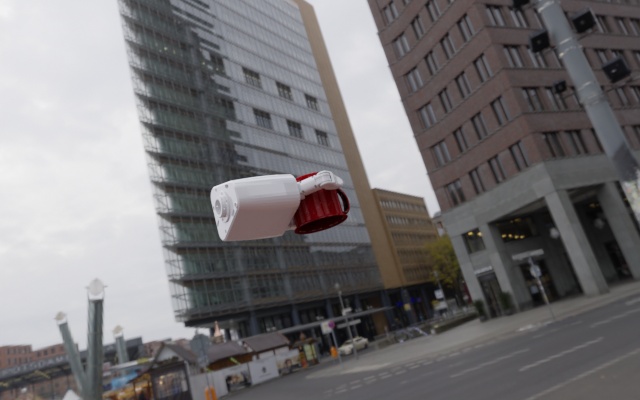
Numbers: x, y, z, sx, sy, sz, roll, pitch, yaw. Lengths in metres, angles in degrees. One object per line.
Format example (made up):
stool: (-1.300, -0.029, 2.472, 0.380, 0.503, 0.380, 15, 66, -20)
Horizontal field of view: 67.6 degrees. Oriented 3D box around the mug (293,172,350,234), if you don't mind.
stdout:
mug: (0.001, 0.002, 0.812, 0.117, 0.081, 0.093, -6, -19, -34)
